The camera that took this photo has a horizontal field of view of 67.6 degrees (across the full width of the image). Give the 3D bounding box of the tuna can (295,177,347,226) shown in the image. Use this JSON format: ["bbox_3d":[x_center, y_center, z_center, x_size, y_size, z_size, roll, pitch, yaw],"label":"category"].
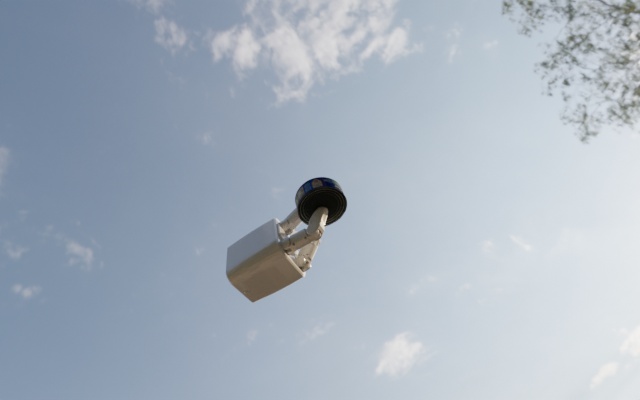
[{"bbox_3d":[0.000,0.002,0.814,0.086,0.086,0.033,0,38,-16],"label":"tuna can"}]
